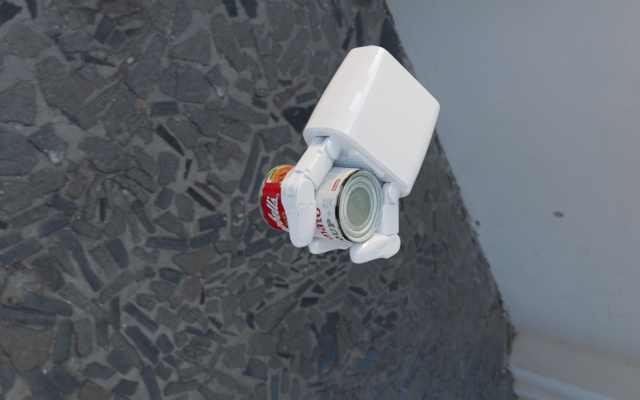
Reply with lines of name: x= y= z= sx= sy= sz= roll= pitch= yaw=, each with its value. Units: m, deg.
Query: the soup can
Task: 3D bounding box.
soup can: x=0.000 y=0.002 z=0.456 sx=0.102 sy=0.068 sz=0.068 roll=7 pitch=4 yaw=42
